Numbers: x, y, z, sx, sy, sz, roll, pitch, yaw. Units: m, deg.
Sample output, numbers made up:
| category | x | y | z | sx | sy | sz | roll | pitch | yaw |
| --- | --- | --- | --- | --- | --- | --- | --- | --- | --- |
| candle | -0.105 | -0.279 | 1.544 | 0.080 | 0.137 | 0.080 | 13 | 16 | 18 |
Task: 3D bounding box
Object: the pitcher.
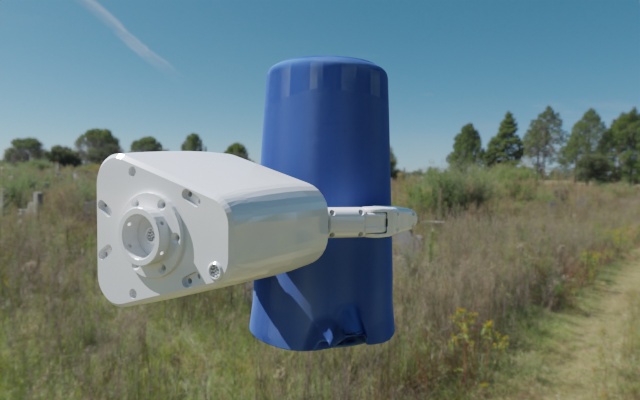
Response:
| category | x | y | z | sx | sy | sz | roll | pitch | yaw |
| --- | --- | --- | --- | --- | --- | --- | --- | --- | --- |
| pitcher | 0.000 | 0.001 | 0.443 | 0.149 | 0.243 | 0.145 | 3 | 4 | 29 |
